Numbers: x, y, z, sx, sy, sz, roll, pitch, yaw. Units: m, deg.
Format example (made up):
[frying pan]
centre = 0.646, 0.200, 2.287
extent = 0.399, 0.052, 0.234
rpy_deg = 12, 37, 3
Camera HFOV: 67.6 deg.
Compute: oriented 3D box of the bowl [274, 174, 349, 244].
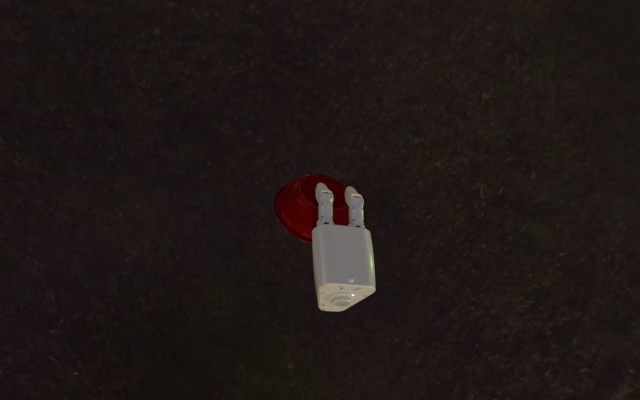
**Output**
[bowl]
centre = 0.000, 0.002, 0.864
extent = 0.162, 0.162, 0.055
rpy_deg = 0, -44, -22
